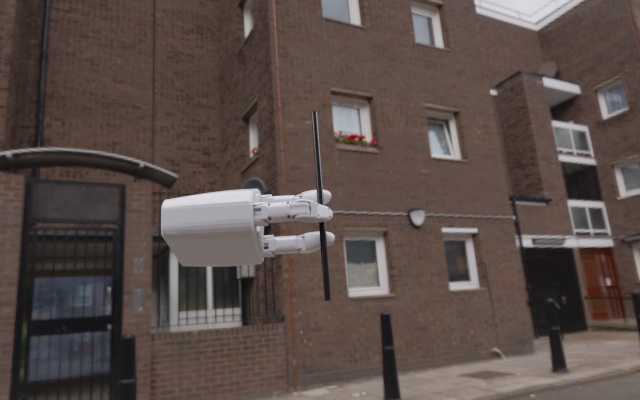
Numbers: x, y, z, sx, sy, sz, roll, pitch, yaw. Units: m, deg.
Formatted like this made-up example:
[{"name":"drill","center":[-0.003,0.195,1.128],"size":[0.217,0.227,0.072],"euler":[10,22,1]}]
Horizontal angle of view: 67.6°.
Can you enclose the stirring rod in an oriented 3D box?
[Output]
[{"name":"stirring rod","center":[0.000,0.002,0.593],"size":[0.011,0.239,0.011],"euler":[-4,-14,-1]}]
